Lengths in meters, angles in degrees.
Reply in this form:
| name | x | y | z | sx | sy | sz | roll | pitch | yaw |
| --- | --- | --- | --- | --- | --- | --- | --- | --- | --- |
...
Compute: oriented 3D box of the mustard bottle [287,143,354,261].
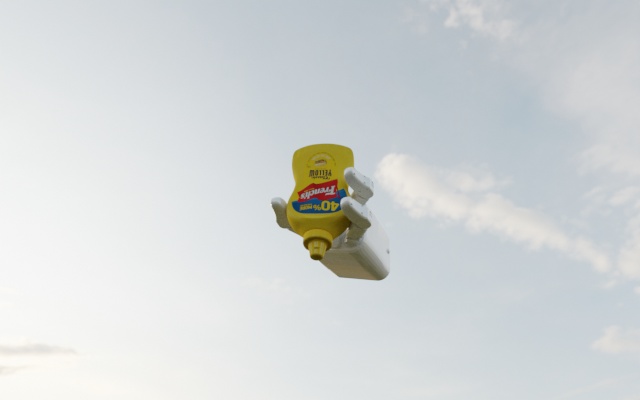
| name | x | y | z | sx | sy | sz | roll | pitch | yaw |
| --- | --- | --- | --- | --- | --- | --- | --- | --- | --- |
| mustard bottle | 0.000 | 0.002 | 0.697 | 0.096 | 0.191 | 0.058 | 0 | -38 | 6 |
